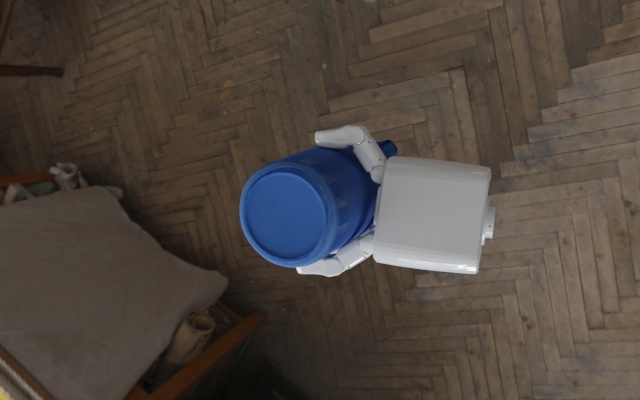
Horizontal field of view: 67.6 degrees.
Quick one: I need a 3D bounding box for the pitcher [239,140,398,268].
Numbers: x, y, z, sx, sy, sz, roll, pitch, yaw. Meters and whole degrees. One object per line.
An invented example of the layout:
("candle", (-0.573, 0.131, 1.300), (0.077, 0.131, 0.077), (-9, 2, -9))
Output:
("pitcher", (0.000, 0.002, 0.573), (0.145, 0.149, 0.243), (7, 12, 20))
